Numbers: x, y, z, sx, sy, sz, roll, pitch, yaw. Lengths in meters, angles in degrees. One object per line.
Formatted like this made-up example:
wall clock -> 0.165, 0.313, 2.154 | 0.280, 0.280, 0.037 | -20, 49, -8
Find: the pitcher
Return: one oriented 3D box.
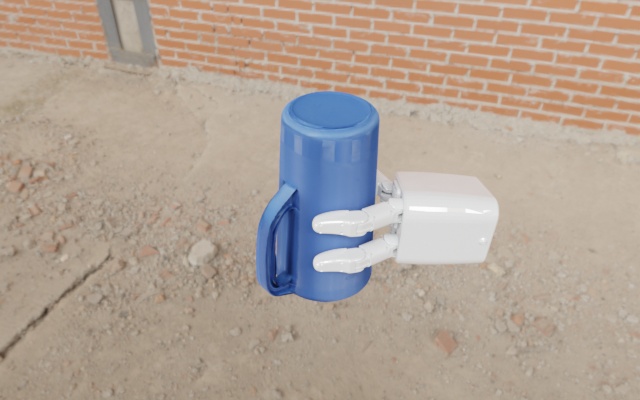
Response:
pitcher -> 0.000, 0.002, 0.580 | 0.145, 0.243, 0.149 | 3, 37, 1
